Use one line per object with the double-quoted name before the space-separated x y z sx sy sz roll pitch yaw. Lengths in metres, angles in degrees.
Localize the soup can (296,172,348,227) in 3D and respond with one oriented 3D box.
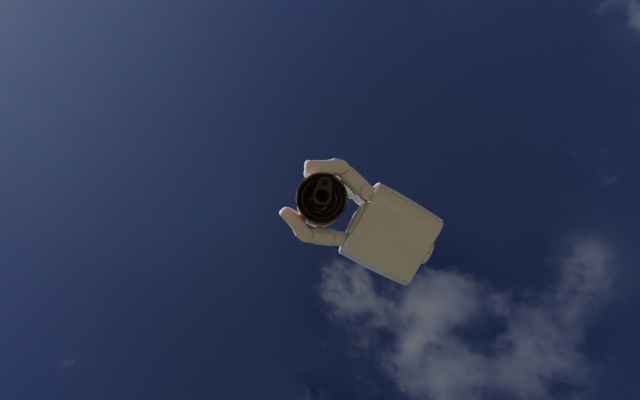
"soup can" 0.000 0.002 0.670 0.068 0.068 0.102 0 -6 -2
